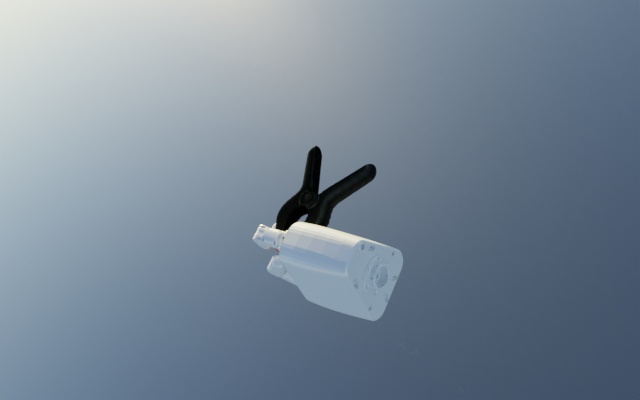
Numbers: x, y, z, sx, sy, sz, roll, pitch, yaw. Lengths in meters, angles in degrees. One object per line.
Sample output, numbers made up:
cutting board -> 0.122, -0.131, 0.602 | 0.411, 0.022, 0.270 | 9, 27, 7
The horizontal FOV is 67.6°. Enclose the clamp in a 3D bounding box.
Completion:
clamp -> 0.000, 0.002, 0.654 | 0.120, 0.171, 0.039 | 10, -23, 42
